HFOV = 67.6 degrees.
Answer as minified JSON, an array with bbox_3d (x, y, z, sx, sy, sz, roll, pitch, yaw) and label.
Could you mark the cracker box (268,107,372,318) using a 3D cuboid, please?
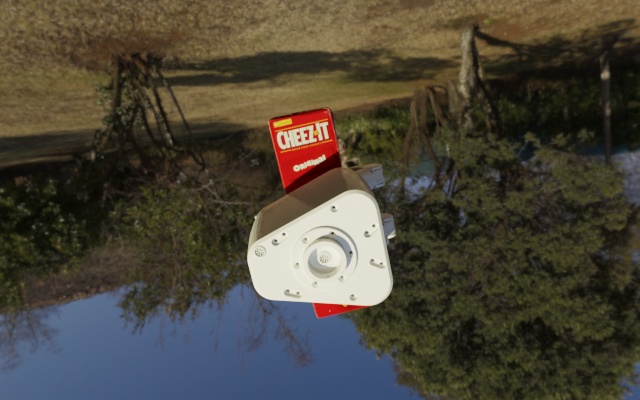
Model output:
[{"bbox_3d":[0.000,0.002,0.559,0.072,0.214,0.164,-13,11,-1],"label":"cracker box"}]
